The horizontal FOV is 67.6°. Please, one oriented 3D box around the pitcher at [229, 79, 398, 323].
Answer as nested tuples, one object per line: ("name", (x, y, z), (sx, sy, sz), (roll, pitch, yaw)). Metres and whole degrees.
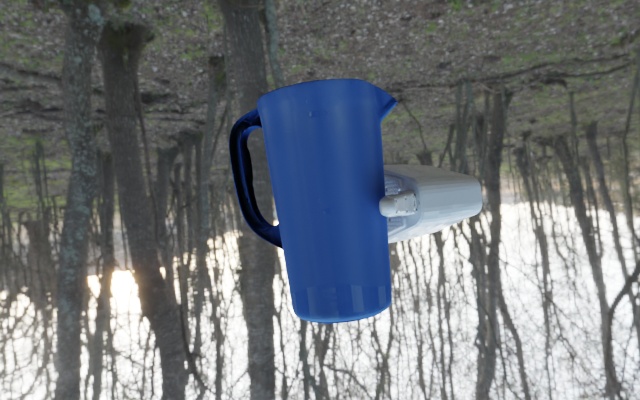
("pitcher", (0.000, 0.002, 0.518), (0.145, 0.243, 0.149), (-6, -1, -34))
